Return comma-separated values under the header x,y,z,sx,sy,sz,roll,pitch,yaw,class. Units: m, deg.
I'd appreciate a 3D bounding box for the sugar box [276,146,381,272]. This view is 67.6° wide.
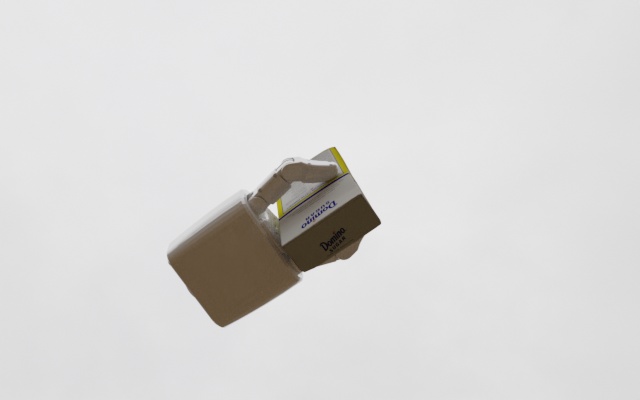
x,y,z,sx,sy,sz,roll,pitch,yaw,class
0.000,0.002,0.527,0.093,0.048,0.176,-34,24,7,sugar box
